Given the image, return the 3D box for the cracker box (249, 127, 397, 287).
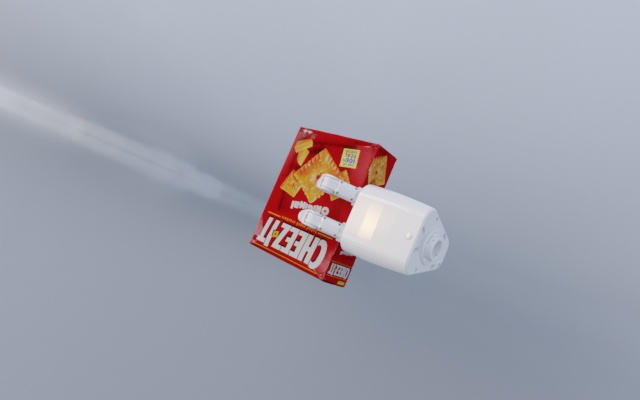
[{"bbox_3d":[0.000,0.002,0.746,0.164,0.213,0.072,21,-5,39],"label":"cracker box"}]
